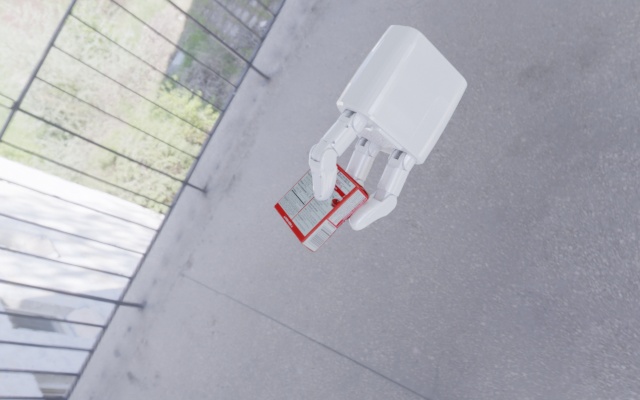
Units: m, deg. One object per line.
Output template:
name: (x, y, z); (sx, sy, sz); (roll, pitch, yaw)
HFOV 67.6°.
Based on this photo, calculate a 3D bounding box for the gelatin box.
gelatin box: (0.000, 0.002, 0.534); (0.030, 0.089, 0.073); (42, 4, -46)
